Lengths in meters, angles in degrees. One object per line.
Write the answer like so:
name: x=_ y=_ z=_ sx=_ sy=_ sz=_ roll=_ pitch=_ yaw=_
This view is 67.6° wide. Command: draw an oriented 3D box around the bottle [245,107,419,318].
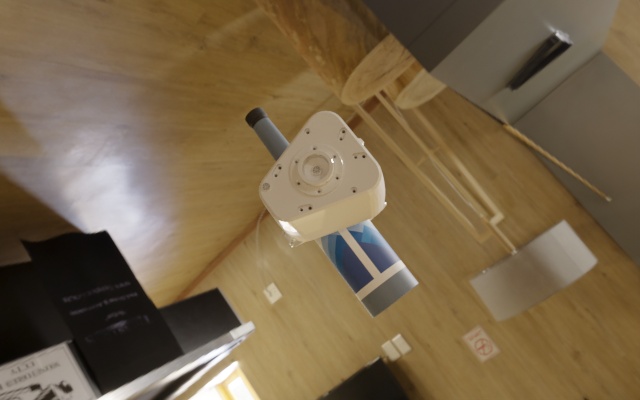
bottle: x=0.000 y=0.002 z=0.583 sx=0.069 sy=0.295 sz=0.069 roll=-35 pitch=-14 yaw=-10
